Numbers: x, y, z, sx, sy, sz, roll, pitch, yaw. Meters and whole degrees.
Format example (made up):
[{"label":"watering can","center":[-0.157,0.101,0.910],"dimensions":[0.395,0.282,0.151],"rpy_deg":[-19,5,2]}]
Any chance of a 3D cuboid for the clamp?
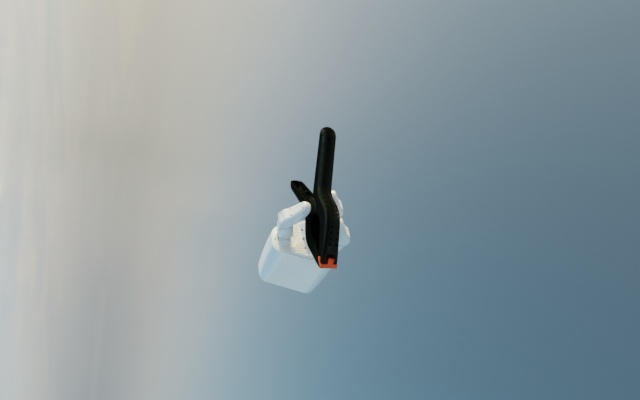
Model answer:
[{"label":"clamp","center":[-0.001,0.003,0.740],"dimensions":[0.036,0.209,0.165],"rpy_deg":[4,-39,-22]}]
